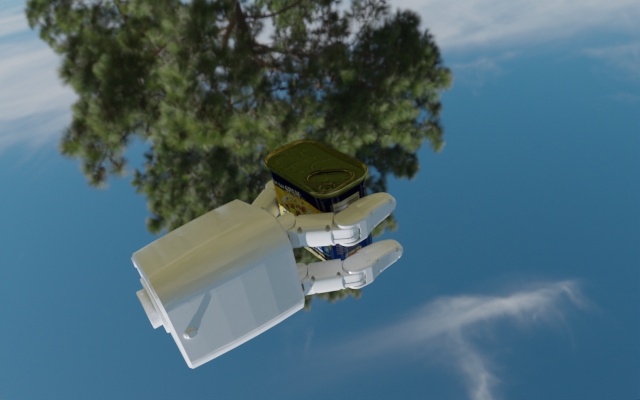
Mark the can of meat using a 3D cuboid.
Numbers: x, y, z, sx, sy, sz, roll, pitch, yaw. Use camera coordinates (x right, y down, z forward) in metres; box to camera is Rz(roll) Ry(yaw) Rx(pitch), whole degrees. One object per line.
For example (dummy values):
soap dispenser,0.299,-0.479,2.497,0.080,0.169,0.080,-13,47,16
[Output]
can of meat,0.000,0.002,0.439,0.057,0.084,0.102,-30,38,-26
